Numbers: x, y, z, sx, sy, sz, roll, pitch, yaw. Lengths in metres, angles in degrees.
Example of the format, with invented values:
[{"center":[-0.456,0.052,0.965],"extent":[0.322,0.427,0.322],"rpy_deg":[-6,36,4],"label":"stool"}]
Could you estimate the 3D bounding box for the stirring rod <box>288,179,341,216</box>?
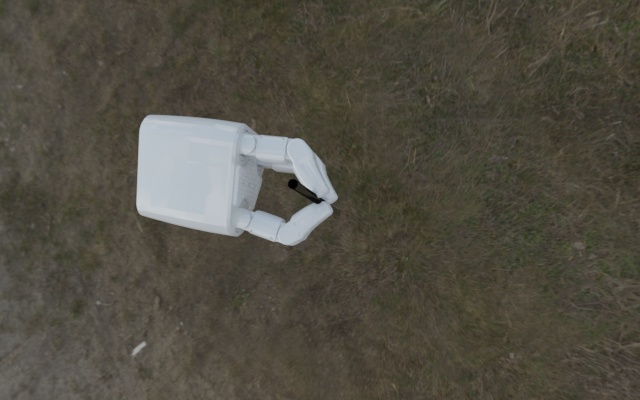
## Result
[{"center":[0.000,0.002,0.483],"extent":[0.011,0.011,0.239],"rpy_deg":[0,-7,10],"label":"stirring rod"}]
